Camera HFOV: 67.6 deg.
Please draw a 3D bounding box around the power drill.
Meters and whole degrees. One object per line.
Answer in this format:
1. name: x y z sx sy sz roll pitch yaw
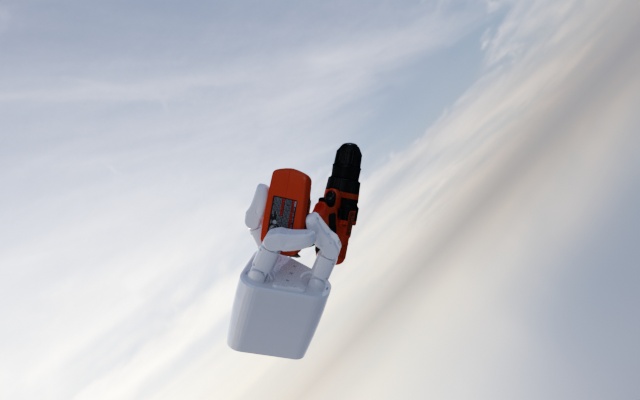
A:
1. power drill: 0.000 0.002 0.650 0.057 0.184 0.187 10 2 28
